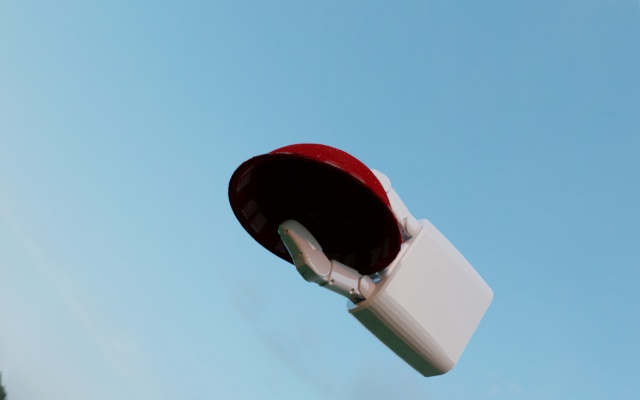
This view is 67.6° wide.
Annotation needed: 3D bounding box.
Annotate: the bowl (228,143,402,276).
[{"bbox_3d":[-0.001,0.000,0.435,0.162,0.055,0.162,15,-38,12],"label":"bowl"}]
